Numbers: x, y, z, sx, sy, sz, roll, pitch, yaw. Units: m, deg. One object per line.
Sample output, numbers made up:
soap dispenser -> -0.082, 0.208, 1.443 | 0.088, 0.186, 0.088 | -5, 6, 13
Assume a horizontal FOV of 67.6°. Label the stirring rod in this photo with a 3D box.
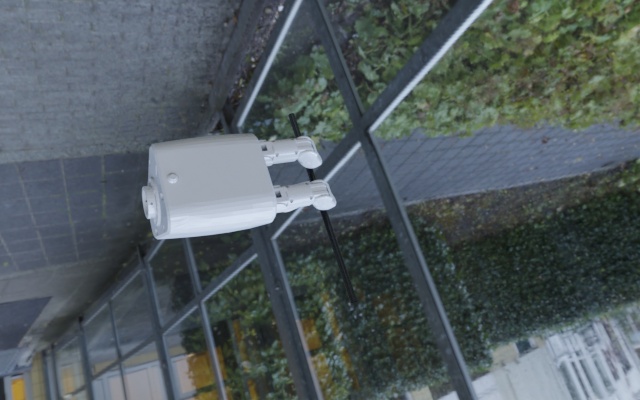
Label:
stirring rod -> 0.000, 0.002, 0.555 | 0.011, 0.239, 0.011 | -17, -18, -6
